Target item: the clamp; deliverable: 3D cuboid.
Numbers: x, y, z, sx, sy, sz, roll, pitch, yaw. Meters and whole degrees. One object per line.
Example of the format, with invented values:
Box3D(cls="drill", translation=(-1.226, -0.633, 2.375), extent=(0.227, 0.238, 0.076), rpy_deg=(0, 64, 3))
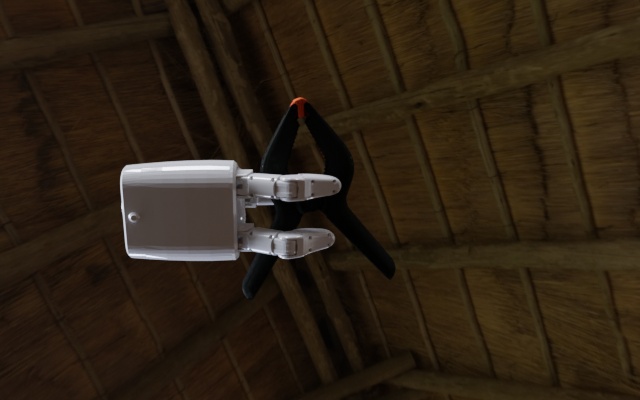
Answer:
Box3D(cls="clamp", translation=(0.000, 0.001, 0.493), extent=(0.164, 0.210, 0.036), rpy_deg=(-1, 14, -7))
